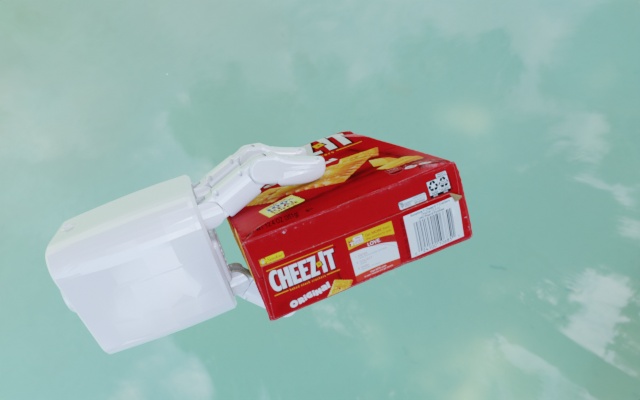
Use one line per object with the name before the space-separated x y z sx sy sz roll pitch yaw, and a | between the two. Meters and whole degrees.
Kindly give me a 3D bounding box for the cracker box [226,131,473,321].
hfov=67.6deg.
cracker box | 0.000 0.002 0.424 0.164 0.072 0.213 -21 19 -12
